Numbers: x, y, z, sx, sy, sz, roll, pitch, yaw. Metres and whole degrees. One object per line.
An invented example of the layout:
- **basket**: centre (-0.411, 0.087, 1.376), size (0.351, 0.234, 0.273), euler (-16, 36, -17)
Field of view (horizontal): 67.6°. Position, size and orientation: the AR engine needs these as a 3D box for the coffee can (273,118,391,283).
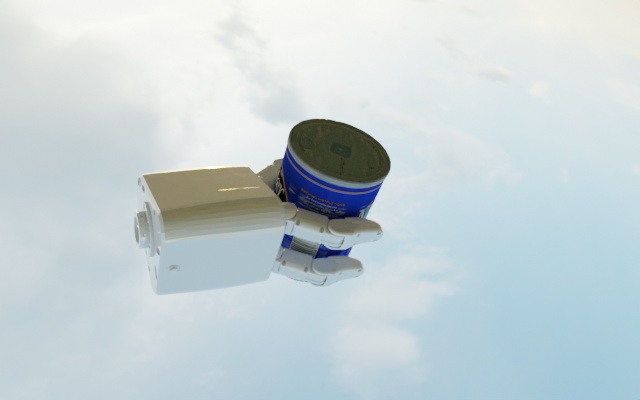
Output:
- **coffee can**: centre (0.000, 0.001, 0.497), size (0.103, 0.140, 0.102), euler (13, 39, -10)
